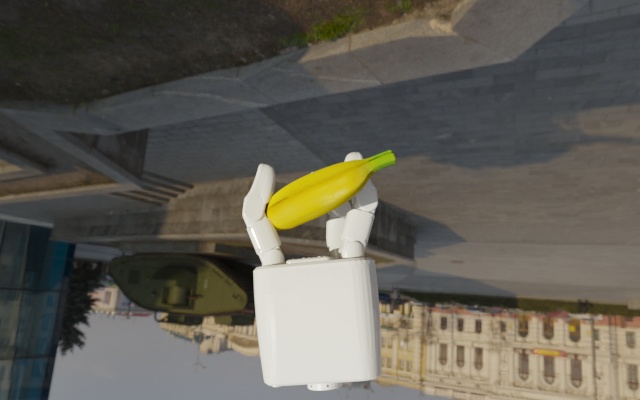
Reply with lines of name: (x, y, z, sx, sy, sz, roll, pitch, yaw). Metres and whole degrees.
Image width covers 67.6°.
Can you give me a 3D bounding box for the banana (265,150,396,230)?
banana: (-0.013, 0.003, 0.449, 0.069, 0.037, 0.198, -8, -9, -34)
